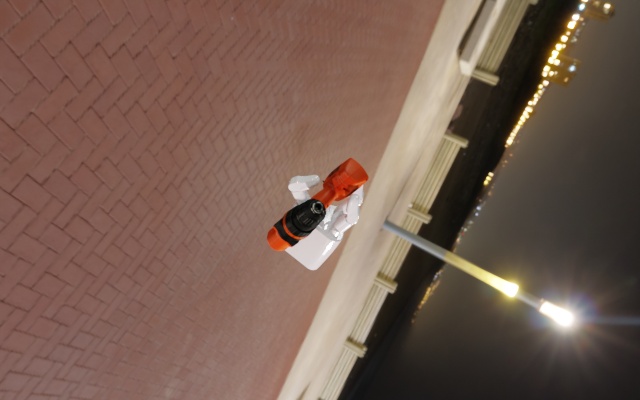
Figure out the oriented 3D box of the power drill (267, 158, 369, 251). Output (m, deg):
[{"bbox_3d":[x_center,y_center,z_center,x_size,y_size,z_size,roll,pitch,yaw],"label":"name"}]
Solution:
[{"bbox_3d":[0.000,0.003,0.824,0.187,0.057,0.184,-40,2,-33],"label":"power drill"}]
